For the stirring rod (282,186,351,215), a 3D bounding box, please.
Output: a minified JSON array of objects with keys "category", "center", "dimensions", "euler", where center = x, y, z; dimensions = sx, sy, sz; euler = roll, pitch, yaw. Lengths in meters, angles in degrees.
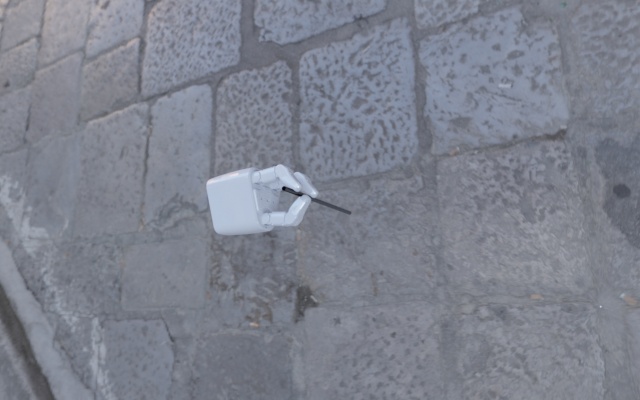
[{"category":"stirring rod","center":[0.000,0.003,0.876],"dimensions":[0.011,0.011,0.239],"euler":[0,-11,30]}]
